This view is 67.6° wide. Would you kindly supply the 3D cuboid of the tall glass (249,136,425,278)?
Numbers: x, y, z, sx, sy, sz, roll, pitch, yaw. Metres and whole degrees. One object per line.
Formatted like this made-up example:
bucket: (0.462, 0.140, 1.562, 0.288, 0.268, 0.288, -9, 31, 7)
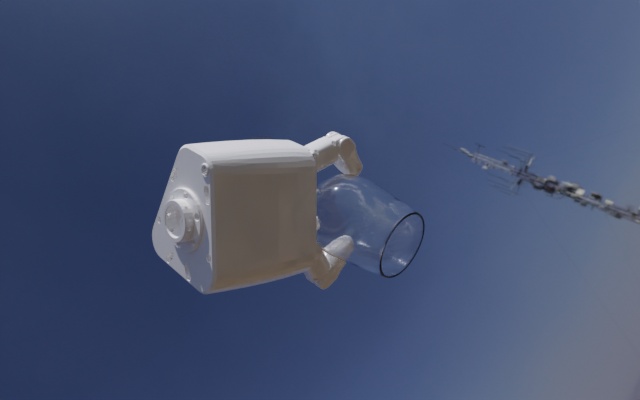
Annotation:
tall glass: (0.000, 0.001, 0.464, 0.201, 0.079, 0.079, 28, 17, 37)
